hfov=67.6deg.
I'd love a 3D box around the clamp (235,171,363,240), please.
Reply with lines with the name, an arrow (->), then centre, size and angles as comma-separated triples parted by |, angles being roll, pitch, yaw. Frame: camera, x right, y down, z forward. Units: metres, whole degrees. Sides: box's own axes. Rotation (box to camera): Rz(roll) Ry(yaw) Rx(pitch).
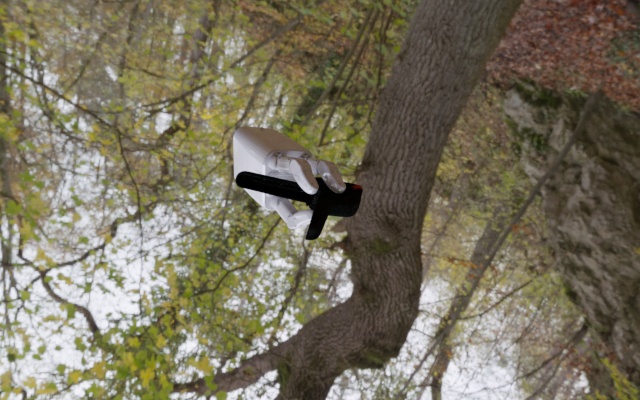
clamp -> 0.000, 0.003, 0.709 | 0.210, 0.036, 0.164 | -2, 32, -43
